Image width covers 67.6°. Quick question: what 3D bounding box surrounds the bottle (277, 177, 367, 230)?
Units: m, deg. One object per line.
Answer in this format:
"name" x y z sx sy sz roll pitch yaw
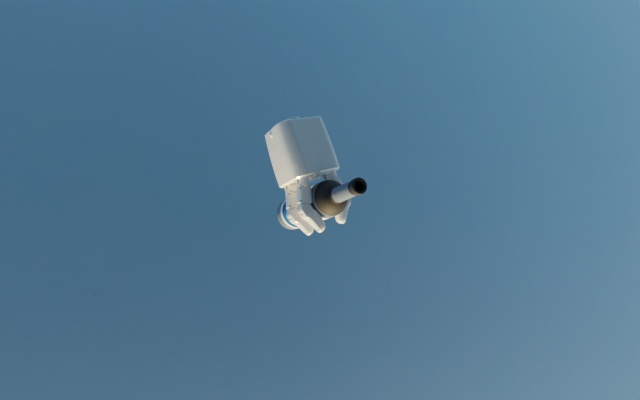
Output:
"bottle" 0.000 0.003 0.881 0.069 0.069 0.296 0 -10 -25
